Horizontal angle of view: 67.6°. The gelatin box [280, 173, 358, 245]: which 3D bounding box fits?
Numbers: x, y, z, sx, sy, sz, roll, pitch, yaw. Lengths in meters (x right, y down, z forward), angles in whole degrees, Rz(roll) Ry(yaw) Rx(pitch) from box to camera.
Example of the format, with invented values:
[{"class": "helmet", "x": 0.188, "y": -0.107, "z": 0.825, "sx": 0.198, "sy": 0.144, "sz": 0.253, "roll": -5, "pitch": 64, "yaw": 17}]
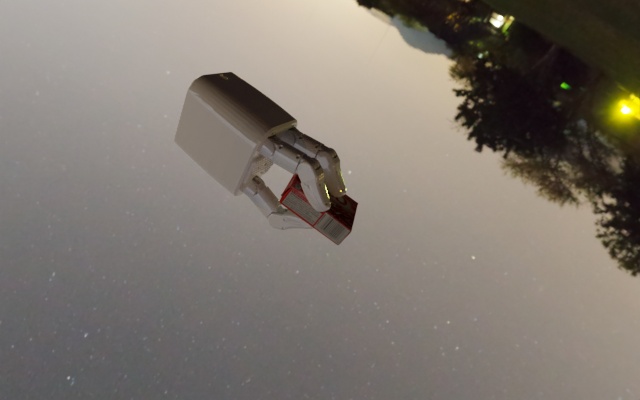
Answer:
[{"class": "gelatin box", "x": 0.000, "y": 0.002, "z": 0.571, "sx": 0.089, "sy": 0.030, "sz": 0.073, "roll": 37, "pitch": 26, "yaw": -8}]
